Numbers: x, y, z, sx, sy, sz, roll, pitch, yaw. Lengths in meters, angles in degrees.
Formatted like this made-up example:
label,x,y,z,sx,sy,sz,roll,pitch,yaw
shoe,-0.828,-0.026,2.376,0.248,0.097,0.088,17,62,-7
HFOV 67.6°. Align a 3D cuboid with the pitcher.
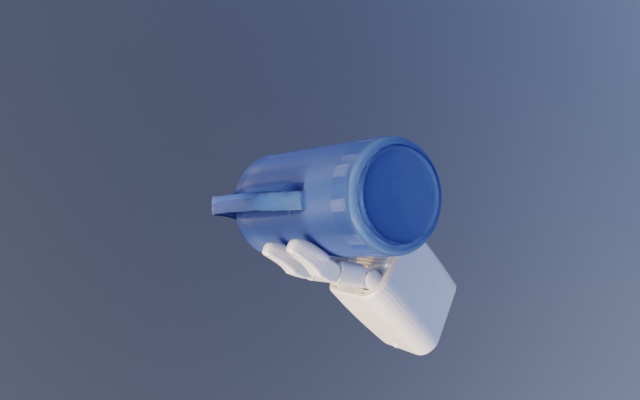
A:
label,x,y,z,sx,sy,sz,roll,pitch,yaw
pitcher,0.000,0.002,0.514,0.149,0.145,0.243,-49,21,-23
